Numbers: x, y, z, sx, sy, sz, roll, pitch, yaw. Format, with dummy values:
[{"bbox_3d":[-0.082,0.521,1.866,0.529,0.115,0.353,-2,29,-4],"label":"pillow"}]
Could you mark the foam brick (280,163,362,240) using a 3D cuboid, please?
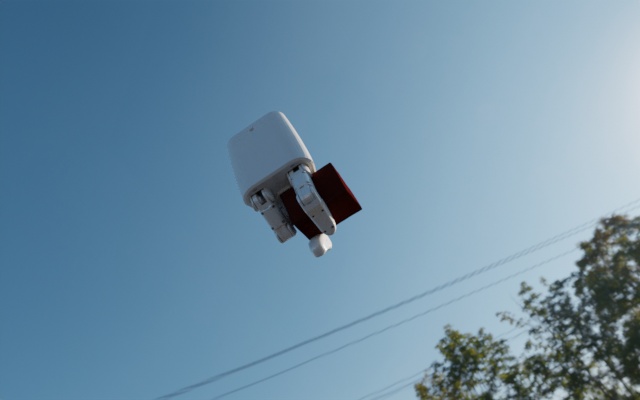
[{"bbox_3d":[0.000,0.002,0.586,0.078,0.051,0.053,-32,-39,7],"label":"foam brick"}]
